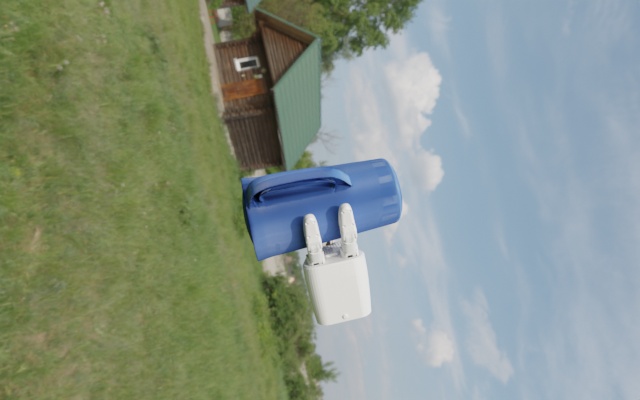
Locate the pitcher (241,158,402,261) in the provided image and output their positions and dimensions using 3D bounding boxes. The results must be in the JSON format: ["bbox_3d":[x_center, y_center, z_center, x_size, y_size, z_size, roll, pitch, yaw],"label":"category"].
[{"bbox_3d":[0.000,0.003,0.751,0.243,0.145,0.149,-12,16,-6],"label":"pitcher"}]
